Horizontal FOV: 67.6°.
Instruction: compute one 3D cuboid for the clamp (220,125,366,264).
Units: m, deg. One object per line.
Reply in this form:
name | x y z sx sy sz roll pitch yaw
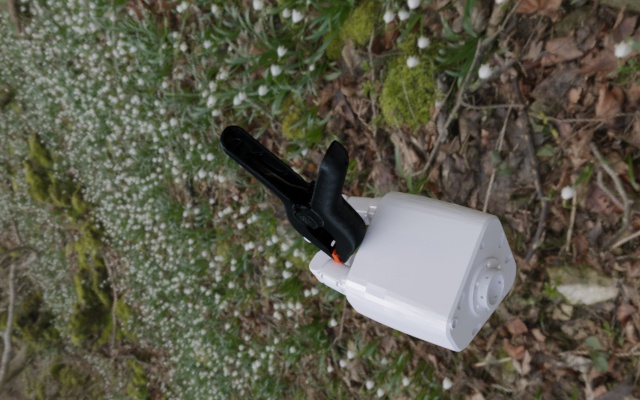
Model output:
clamp | 0.000 0.002 0.405 0.120 0.039 0.171 15 -26 45
